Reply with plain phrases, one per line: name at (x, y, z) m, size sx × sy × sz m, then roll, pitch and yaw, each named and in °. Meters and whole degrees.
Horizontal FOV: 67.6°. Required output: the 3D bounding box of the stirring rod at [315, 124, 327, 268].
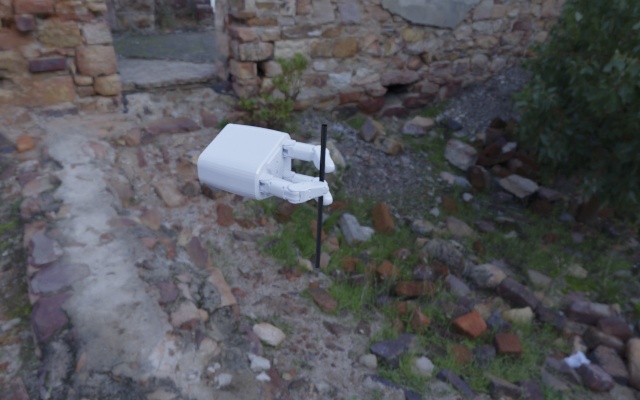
stirring rod at (0.000, 0.002, 0.704) m, size 0.011 × 0.240 × 0.011 m, roll 2°, pitch 30°, yaw -1°
